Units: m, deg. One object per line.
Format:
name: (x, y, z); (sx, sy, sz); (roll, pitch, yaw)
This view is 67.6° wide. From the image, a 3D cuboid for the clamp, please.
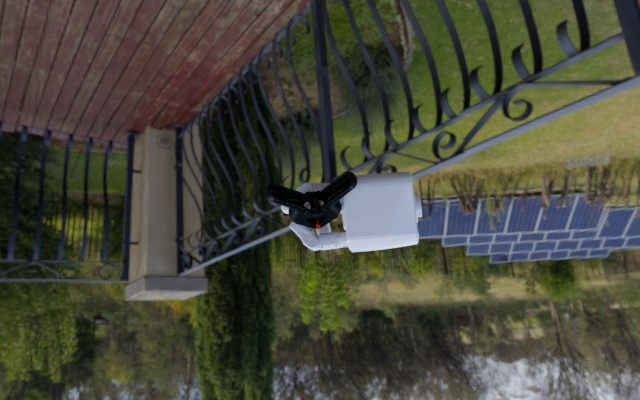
clamp: (0.000, 0.003, 0.685); (0.120, 0.039, 0.171); (-6, -17, 9)
